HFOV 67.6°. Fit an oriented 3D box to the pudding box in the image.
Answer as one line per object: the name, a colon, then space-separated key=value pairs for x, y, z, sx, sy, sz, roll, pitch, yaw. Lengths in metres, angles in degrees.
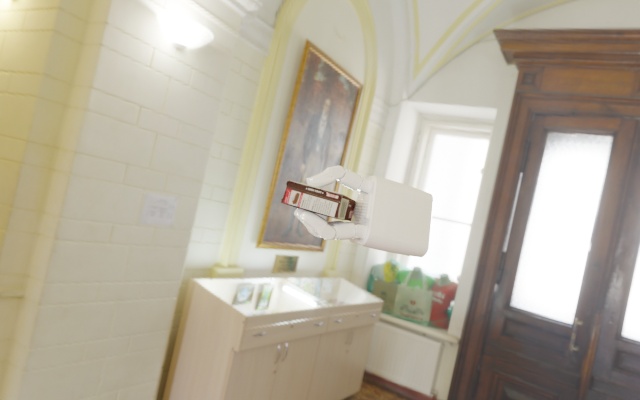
pudding box: x=0.000 y=0.002 z=0.734 sx=0.090 sy=0.039 sz=0.113 roll=15 pitch=-2 yaw=14
